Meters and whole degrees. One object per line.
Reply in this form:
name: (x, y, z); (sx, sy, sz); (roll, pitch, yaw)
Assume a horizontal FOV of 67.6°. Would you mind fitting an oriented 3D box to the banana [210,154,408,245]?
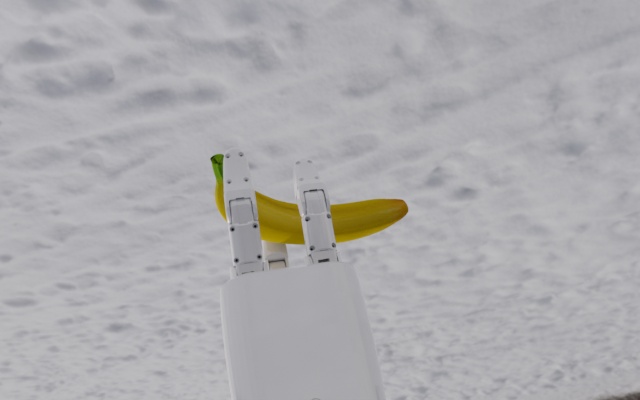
banana: (-0.012, 0.012, 0.429); (0.198, 0.037, 0.070); (11, -45, -30)
